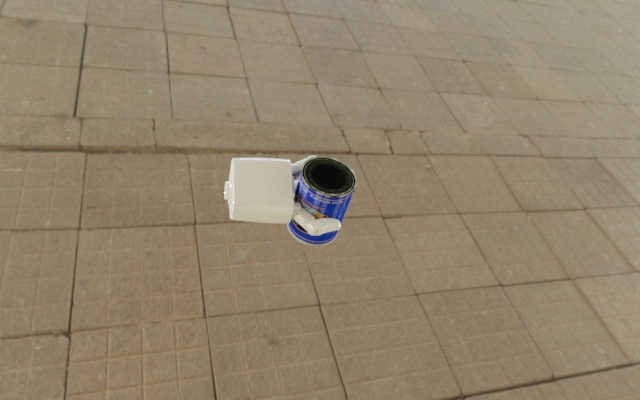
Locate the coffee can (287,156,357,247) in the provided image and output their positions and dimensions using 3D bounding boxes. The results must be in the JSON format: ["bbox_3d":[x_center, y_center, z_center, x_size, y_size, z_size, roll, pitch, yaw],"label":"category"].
[{"bbox_3d":[0.000,0.003,0.886,0.103,0.102,0.140,0,-43,-18],"label":"coffee can"}]
